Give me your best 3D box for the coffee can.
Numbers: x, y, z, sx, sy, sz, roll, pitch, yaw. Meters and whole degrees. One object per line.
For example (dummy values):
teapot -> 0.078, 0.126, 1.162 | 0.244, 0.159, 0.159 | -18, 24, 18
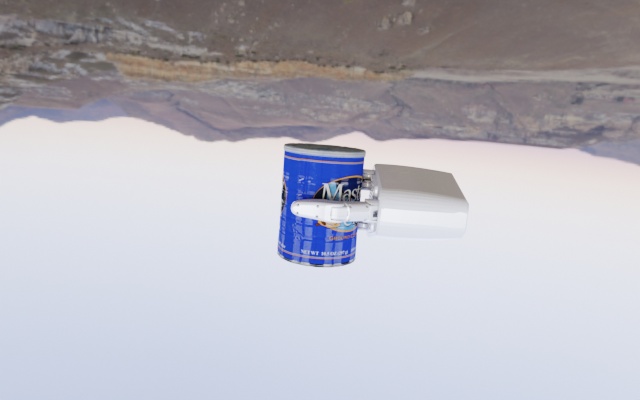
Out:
coffee can -> 0.000, 0.002, 0.606 | 0.103, 0.140, 0.103 | 4, 11, -1
